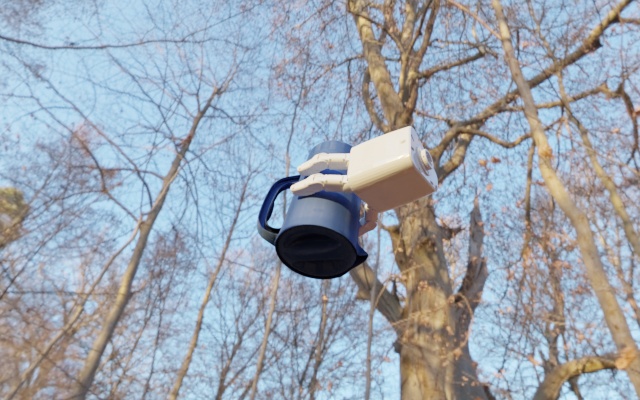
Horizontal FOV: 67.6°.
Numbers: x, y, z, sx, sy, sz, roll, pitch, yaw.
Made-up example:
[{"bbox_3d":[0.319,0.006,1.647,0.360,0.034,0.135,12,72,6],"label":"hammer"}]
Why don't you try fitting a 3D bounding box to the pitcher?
[{"bbox_3d":[0.000,0.003,0.833,0.145,0.242,0.149,-22,-54,29],"label":"pitcher"}]
